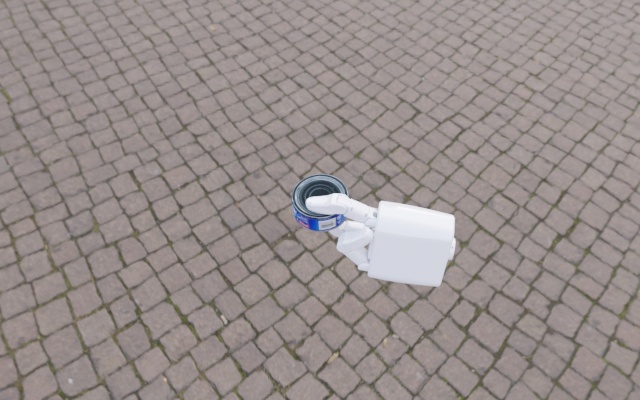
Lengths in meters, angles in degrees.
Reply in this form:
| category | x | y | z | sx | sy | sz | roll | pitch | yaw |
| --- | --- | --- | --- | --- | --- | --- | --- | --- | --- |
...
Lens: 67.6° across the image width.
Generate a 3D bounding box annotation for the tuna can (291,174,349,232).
| category | x | y | z | sx | sy | sz | roll | pitch | yaw |
| --- | --- | --- | --- | --- | --- | --- | --- | --- | --- |
| tuna can | 0.000 | 0.002 | 0.706 | 0.086 | 0.086 | 0.034 | 0 | -38 | 3 |
